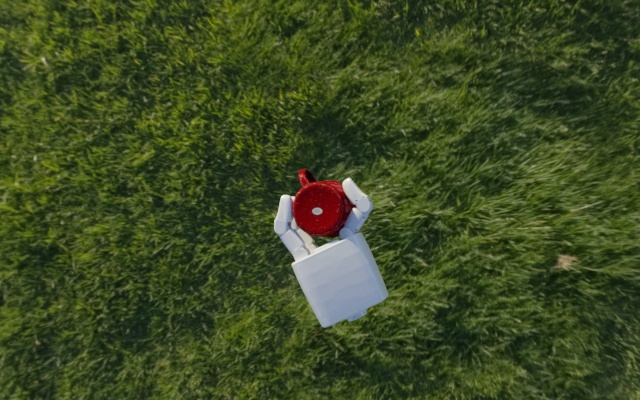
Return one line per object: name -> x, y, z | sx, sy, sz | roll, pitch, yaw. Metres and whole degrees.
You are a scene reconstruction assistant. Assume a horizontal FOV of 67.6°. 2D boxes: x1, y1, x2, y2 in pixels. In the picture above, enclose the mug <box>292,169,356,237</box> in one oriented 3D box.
mug -> -0.001, 0.001, 0.739 | 0.093, 0.117, 0.081 | -29, -7, 12
